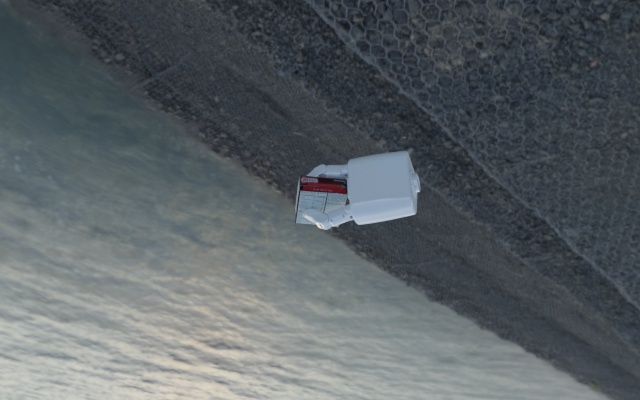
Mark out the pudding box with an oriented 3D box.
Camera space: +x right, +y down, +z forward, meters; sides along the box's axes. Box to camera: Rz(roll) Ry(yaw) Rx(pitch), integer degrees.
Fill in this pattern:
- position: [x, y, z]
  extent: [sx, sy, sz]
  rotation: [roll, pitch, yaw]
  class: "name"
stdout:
- position: [0.000, 0.003, 0.882]
  extent: [0.090, 0.039, 0.114]
  rotation: [6, -38, -5]
  class: "pudding box"
